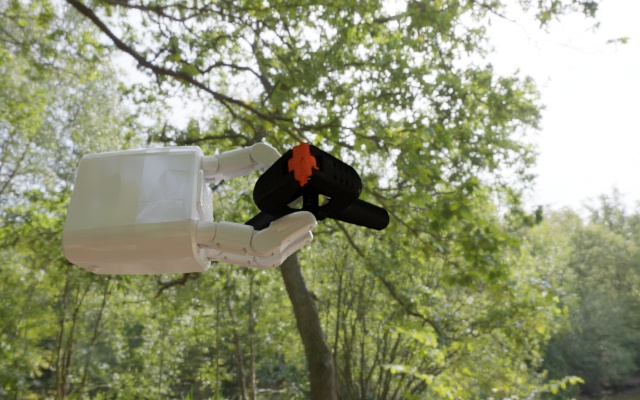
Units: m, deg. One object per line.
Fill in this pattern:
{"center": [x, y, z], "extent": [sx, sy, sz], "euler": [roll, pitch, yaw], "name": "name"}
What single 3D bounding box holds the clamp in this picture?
{"center": [0.000, 0.001, 0.448], "extent": [0.164, 0.036, 0.210], "euler": [-5, -18, -6], "name": "clamp"}
